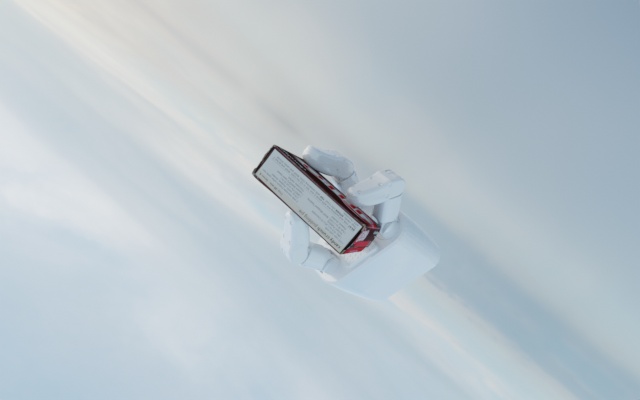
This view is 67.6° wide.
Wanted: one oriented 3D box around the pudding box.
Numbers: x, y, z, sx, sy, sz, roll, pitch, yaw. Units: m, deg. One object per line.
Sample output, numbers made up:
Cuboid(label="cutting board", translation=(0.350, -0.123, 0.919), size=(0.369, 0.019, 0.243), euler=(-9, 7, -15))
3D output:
Cuboid(label="pudding box", translation=(0.000, 0.002, 0.450), size=(0.113, 0.039, 0.090), euler=(40, 6, 15))
